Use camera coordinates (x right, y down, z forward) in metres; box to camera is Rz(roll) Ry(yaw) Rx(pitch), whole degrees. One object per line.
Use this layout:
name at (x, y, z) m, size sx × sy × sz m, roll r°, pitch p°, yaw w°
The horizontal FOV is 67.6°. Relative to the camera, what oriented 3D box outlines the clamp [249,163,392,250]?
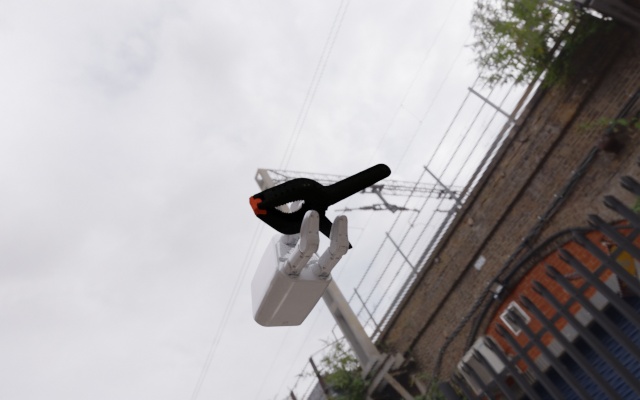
clamp at (-0.001, 0.002, 0.697) m, size 0.210 × 0.165 × 0.036 m, roll 9°, pitch 32°, yaw -36°
